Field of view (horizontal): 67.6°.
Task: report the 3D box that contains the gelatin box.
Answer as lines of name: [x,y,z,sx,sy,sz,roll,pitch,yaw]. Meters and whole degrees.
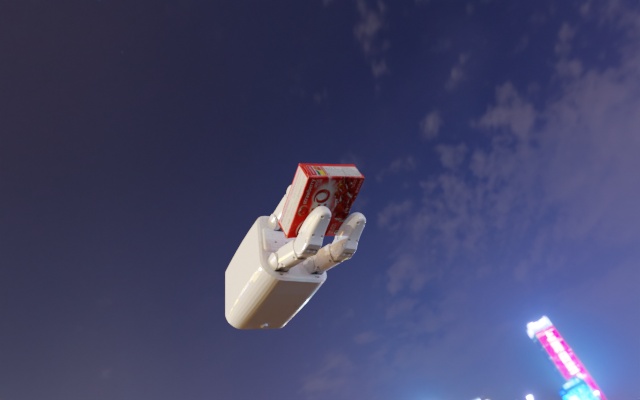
gelatin box: [0.000,0.001,0.540,0.073,0.089,0.030,-1,39,-31]
